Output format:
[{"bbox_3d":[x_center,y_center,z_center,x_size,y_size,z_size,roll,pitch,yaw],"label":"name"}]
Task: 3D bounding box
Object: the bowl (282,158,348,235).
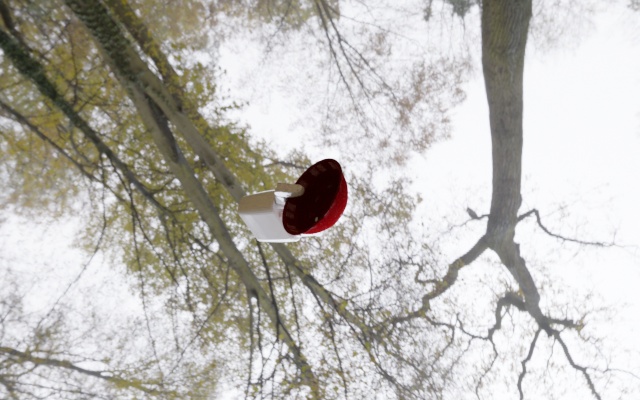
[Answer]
[{"bbox_3d":[0.001,0.003,0.889,0.055,0.162,0.162,33,-18,-30],"label":"bowl"}]
